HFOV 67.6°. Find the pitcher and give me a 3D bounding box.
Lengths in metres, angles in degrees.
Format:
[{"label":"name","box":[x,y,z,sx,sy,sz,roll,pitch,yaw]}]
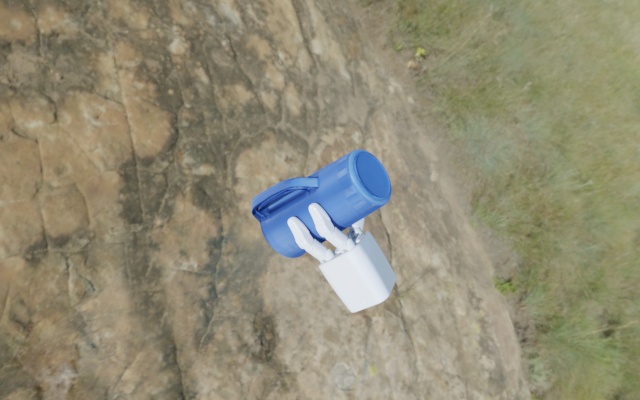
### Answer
[{"label":"pitcher","box":[0.000,0.003,0.876,0.243,0.145,0.149,-31,3,38]}]
